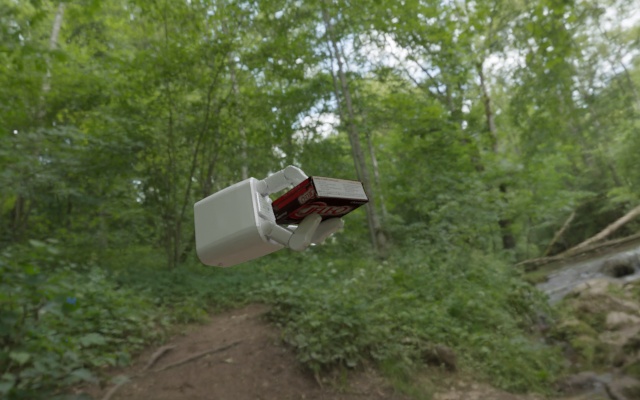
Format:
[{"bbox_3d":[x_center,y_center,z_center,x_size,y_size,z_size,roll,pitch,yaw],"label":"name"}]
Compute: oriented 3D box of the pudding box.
[{"bbox_3d":[0.000,0.002,0.685,0.113,0.039,0.090,1,-24,-47],"label":"pudding box"}]
